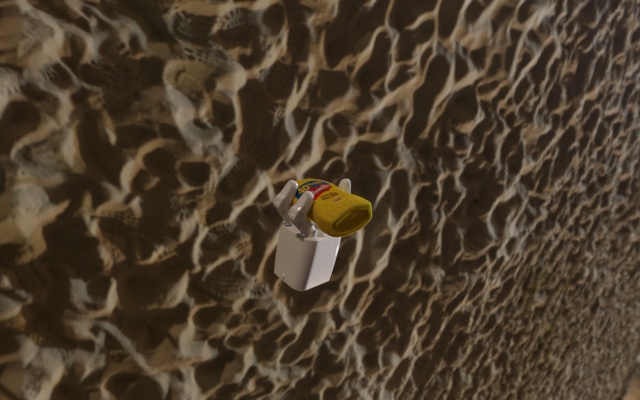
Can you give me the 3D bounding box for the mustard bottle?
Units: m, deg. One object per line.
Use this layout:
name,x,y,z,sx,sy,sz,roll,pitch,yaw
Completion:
mustard bottle,0.000,0.003,0.886,0.096,0.058,0.191,-26,33,-28
